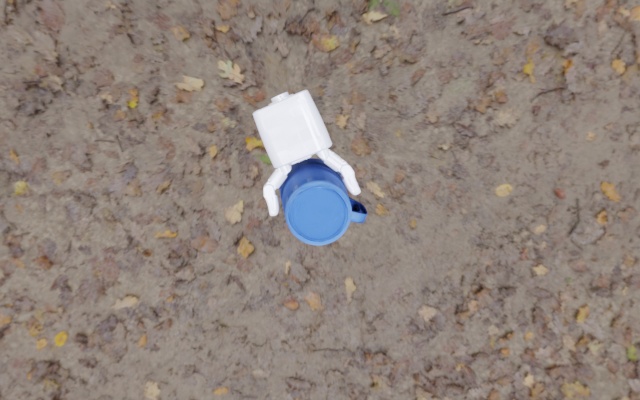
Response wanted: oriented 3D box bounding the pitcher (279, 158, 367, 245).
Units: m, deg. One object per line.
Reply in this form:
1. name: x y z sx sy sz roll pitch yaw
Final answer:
1. pitcher: 0.000 0.003 0.871 0.149 0.145 0.242 -24 11 1
